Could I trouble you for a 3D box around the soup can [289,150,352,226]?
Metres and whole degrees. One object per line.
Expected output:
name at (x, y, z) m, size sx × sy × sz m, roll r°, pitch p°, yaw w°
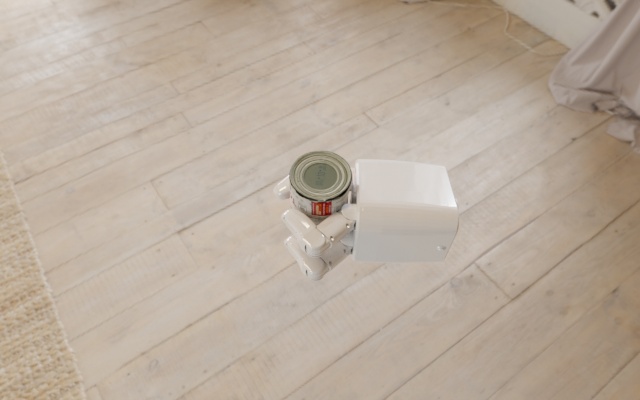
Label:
soup can at (0.000, 0.001, 0.534) m, size 0.068 × 0.068 × 0.102 m, roll 0°, pitch -35°, yaw 0°
